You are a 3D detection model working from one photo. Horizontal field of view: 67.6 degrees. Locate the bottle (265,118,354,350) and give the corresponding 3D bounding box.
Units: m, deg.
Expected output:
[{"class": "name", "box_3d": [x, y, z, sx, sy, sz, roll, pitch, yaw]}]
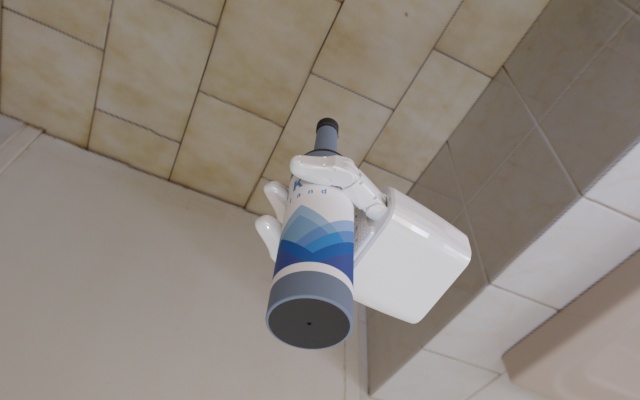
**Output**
[{"class": "bottle", "box_3d": [0.000, 0.002, 0.473, 0.069, 0.069, 0.295, 0, 39, 4]}]
